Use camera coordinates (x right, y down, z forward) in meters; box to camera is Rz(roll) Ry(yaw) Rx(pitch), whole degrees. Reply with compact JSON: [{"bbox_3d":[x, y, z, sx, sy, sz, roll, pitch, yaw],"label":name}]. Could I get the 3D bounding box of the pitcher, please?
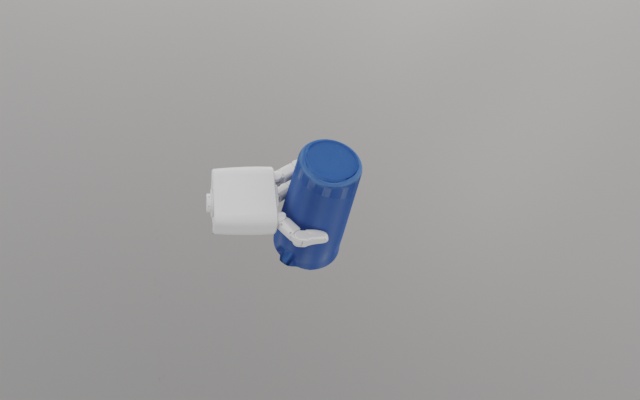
[{"bbox_3d":[0.000,0.003,0.866,0.145,0.149,0.243,0,-38,-15],"label":"pitcher"}]
